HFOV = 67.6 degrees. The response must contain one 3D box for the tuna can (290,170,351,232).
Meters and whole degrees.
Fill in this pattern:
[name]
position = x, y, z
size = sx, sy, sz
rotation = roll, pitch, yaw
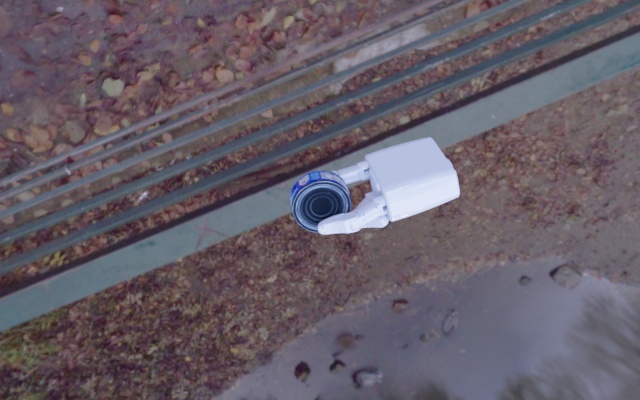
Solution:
[tuna can]
position = 0.000, 0.003, 0.674
size = 0.086, 0.086, 0.033
rotation = 0, 29, -8
